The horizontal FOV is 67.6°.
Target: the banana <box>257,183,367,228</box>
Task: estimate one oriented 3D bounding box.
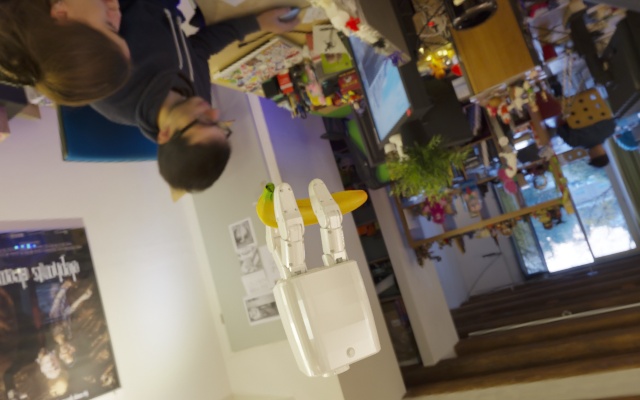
[{"bbox_3d":[-0.016,0.009,0.605,0.070,0.037,0.198,-28,-17,34],"label":"banana"}]
